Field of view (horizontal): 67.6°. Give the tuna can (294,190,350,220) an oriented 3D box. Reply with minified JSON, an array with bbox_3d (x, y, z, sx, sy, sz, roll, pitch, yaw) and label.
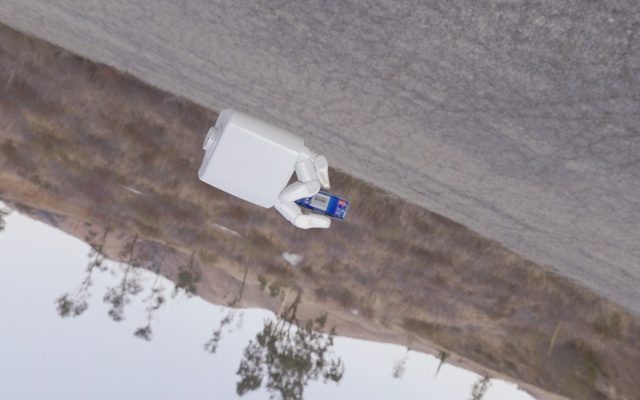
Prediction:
[{"bbox_3d":[0.000,0.003,0.741,0.086,0.034,0.086,18,-1,0],"label":"tuna can"}]
